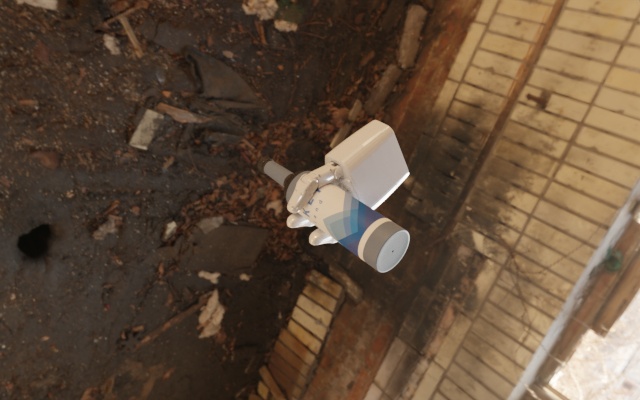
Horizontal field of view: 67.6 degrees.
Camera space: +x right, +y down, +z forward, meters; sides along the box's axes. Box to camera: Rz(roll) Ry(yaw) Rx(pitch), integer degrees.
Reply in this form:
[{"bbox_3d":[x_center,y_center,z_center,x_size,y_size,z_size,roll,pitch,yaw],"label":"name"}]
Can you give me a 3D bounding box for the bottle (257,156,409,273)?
[{"bbox_3d":[0.000,0.003,0.724,0.069,0.069,0.295,0,26,-47],"label":"bottle"}]
